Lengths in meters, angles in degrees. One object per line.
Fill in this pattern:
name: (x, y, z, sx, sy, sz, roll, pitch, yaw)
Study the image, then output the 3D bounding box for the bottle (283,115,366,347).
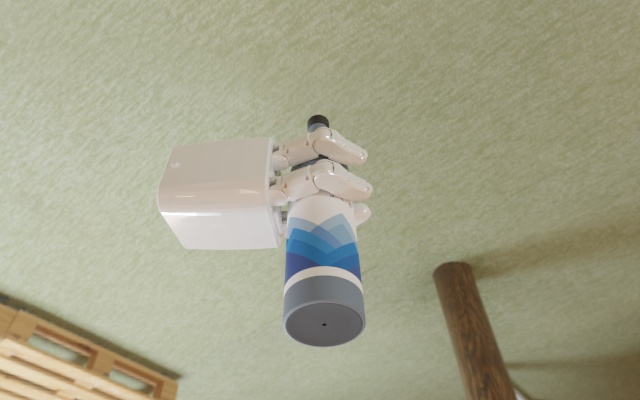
bottle: (0.000, 0.002, 0.489, 0.069, 0.069, 0.295, 0, 42, -2)
